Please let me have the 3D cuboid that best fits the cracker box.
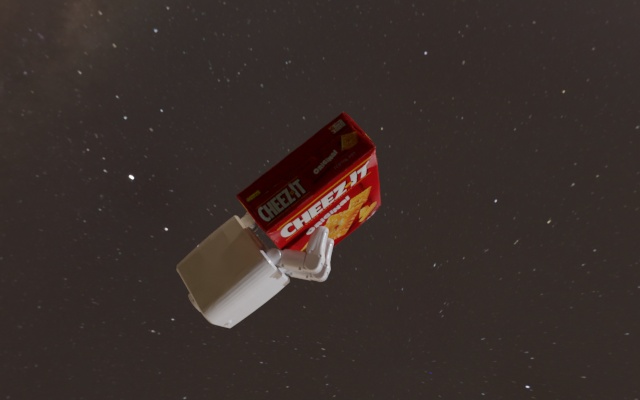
[{"bbox_3d":[0.000,0.002,0.644,0.164,0.072,0.214,-39,-20,-6],"label":"cracker box"}]
